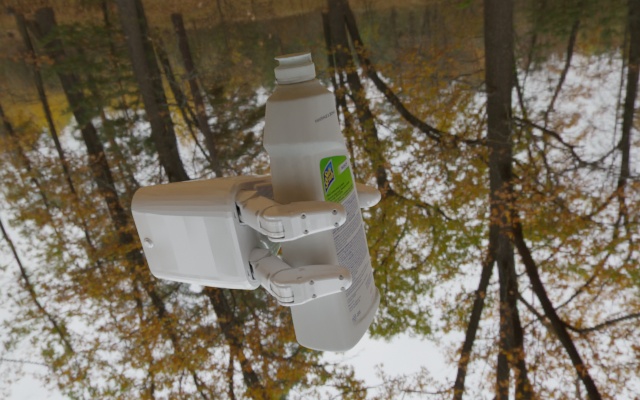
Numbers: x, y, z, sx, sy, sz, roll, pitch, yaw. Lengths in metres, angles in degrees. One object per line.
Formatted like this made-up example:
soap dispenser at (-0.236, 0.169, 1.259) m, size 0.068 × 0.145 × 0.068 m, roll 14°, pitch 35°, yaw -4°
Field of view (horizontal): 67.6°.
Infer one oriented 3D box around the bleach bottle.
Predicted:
bleach bottle at (0.000, 0.001, 0.416) m, size 0.068 × 0.251 × 0.102 m, roll 1°, pitch 23°, yaw 23°
